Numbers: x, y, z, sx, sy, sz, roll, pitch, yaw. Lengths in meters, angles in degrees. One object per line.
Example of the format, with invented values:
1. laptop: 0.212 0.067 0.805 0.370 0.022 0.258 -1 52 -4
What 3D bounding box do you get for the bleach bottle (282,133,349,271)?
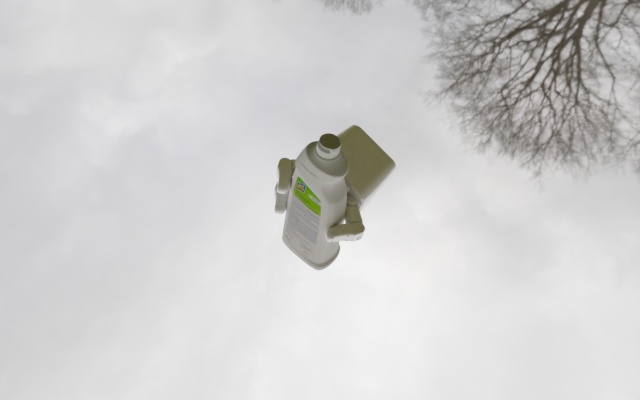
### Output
1. bleach bottle: 0.000 0.002 0.714 0.102 0.251 0.068 37 56 16
